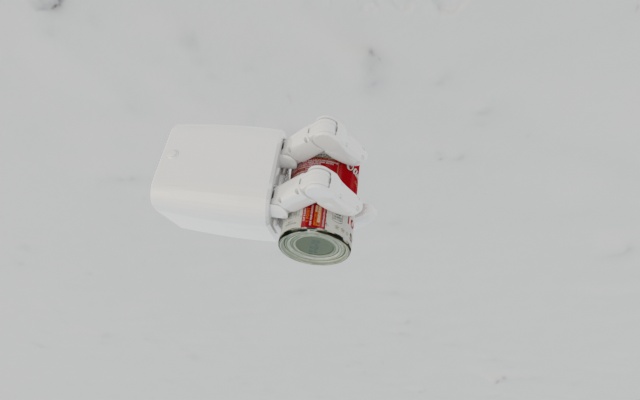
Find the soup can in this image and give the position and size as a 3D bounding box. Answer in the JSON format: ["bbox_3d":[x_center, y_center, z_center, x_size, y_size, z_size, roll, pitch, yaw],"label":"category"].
[{"bbox_3d":[0.001,0.002,0.452,0.068,0.102,0.068,6,-32,4],"label":"soup can"}]
